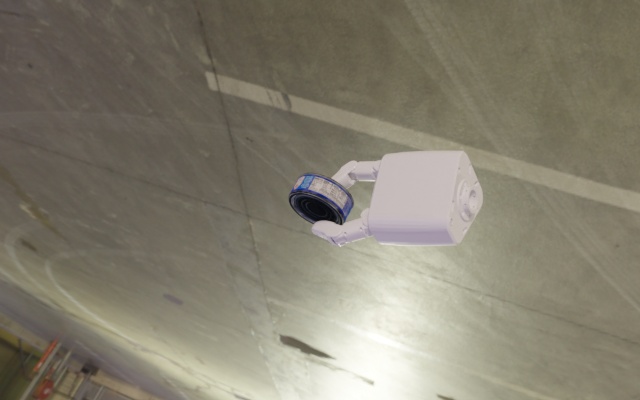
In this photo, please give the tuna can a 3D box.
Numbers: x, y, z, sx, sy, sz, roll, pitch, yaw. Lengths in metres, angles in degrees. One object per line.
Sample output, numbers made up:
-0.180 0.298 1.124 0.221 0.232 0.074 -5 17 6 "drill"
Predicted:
0.000 0.003 0.650 0.086 0.033 0.086 22 -28 12 "tuna can"
